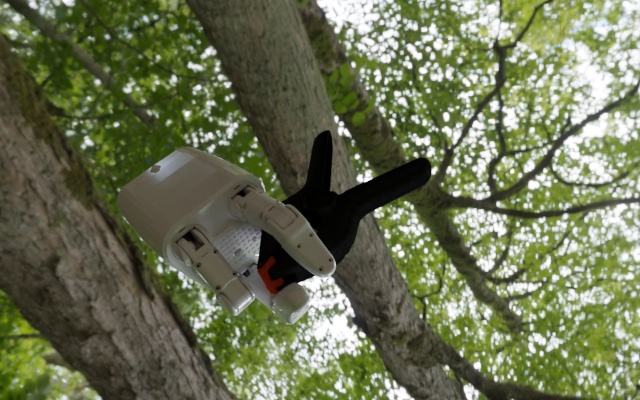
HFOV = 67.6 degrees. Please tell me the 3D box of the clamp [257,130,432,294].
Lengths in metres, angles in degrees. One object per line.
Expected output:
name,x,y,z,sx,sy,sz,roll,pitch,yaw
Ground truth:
clamp,0.000,0.002,0.412,0.171,0.039,0.120,-41,44,-23
